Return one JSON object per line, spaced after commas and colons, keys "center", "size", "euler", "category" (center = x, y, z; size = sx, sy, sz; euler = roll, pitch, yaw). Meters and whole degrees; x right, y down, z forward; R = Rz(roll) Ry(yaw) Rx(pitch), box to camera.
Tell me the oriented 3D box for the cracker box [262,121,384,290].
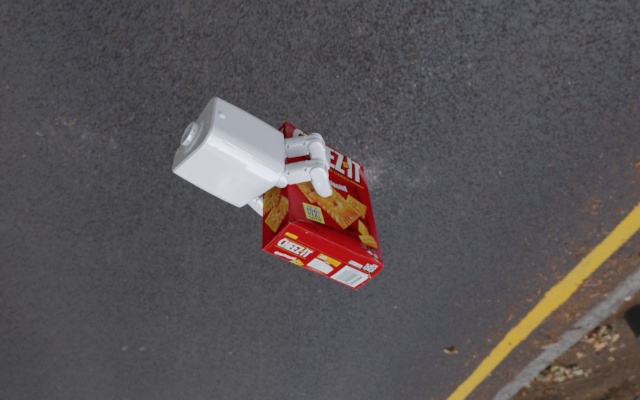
{"center": [0.000, 0.002, 0.693], "size": [0.164, 0.213, 0.072], "euler": [27, -53, -29], "category": "cracker box"}
